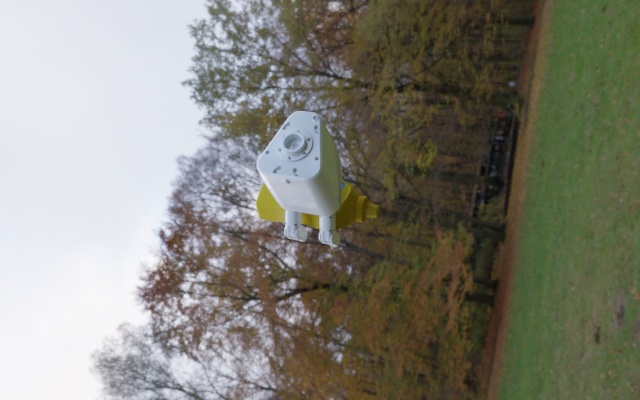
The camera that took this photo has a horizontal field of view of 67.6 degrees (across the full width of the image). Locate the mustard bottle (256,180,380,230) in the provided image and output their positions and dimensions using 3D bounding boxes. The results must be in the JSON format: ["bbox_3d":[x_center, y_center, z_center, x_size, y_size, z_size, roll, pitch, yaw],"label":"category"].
[{"bbox_3d":[0.000,0.003,0.767,0.191,0.058,0.096,9,42,19],"label":"mustard bottle"}]
